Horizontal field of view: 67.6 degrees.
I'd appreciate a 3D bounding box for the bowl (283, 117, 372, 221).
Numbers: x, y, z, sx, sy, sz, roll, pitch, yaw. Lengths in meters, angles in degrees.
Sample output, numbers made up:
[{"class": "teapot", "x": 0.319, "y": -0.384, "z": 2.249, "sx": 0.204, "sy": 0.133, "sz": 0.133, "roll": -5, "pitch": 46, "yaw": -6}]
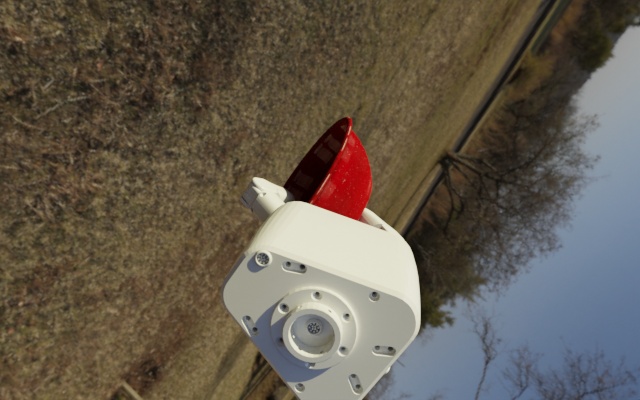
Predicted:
[{"class": "bowl", "x": 0.001, "y": 0.001, "z": 0.460, "sx": 0.055, "sy": 0.162, "sz": 0.162, "roll": 33, "pitch": -9, "yaw": -14}]
